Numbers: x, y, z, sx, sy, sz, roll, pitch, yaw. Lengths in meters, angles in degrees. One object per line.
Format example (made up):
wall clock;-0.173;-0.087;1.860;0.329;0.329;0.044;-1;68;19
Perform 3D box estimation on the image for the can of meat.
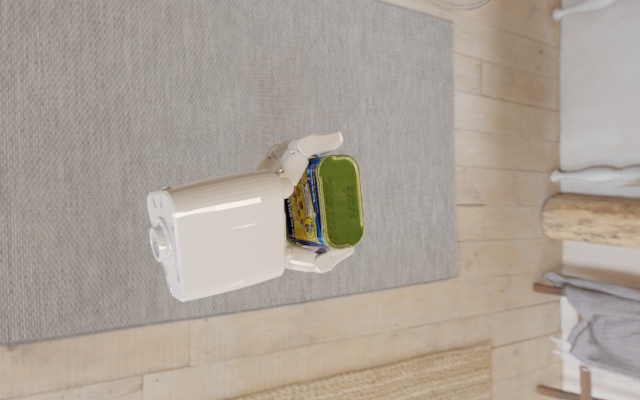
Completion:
can of meat;0.000;0.002;0.516;0.057;0.102;0.084;-8;4;-32
